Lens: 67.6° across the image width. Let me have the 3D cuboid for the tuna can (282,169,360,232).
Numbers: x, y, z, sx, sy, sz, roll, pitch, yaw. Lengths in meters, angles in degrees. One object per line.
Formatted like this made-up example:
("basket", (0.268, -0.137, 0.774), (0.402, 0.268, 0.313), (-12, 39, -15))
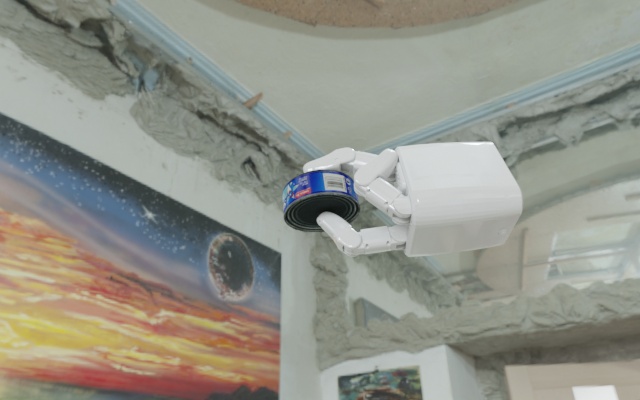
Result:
("tuna can", (0.000, 0.001, 0.538), (0.086, 0.033, 0.086), (-6, -30, -3))
